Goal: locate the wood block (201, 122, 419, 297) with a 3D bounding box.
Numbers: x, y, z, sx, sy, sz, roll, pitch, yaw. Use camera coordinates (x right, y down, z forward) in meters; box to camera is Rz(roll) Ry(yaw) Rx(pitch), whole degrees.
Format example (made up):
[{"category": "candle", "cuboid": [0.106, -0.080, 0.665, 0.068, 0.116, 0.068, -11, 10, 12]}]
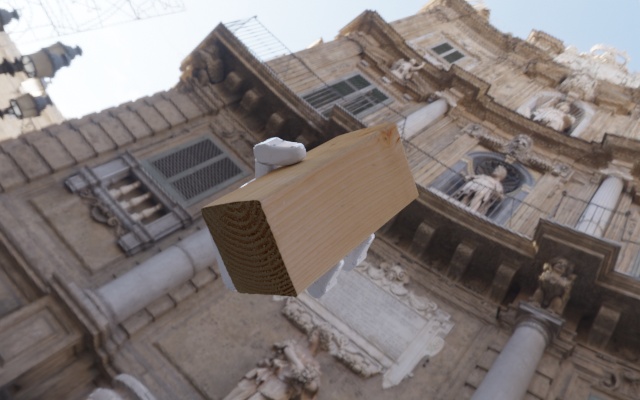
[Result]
[{"category": "wood block", "cuboid": [0.000, 0.001, 0.479, 0.090, 0.091, 0.206, -7, 19, 45]}]
